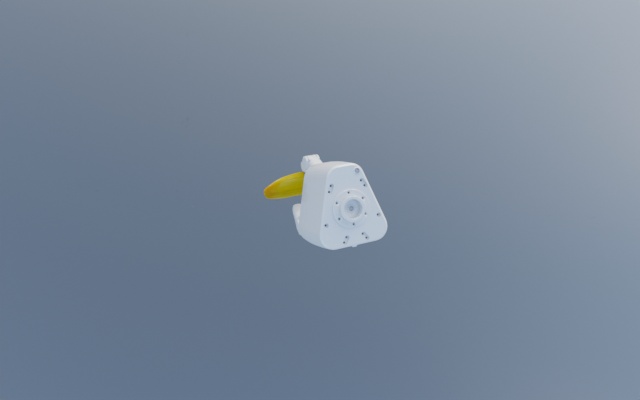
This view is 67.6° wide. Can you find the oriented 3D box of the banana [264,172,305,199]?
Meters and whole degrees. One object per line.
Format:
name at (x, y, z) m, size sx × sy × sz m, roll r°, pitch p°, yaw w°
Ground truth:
banana at (0.008, -0.015, 0.787) m, size 0.198 × 0.069 × 0.037 m, roll 15°, pitch 3°, yaw -17°
